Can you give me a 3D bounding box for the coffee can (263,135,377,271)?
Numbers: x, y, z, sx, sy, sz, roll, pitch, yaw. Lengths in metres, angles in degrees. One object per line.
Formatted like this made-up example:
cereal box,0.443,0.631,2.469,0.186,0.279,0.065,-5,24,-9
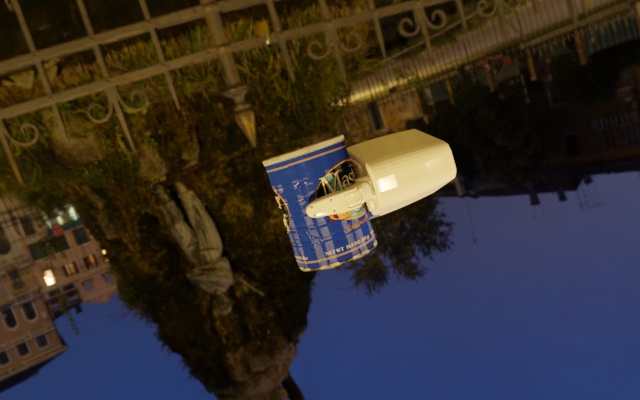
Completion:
coffee can,0.000,0.002,0.585,0.103,0.140,0.103,-18,7,2
